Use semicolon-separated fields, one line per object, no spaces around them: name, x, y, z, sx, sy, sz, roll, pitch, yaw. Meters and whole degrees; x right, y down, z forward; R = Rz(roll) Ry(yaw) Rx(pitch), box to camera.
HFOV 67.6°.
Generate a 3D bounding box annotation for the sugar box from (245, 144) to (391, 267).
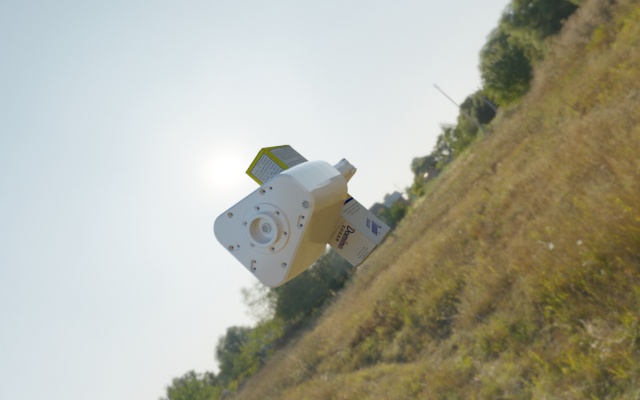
sugar box;0.000;0.002;0.590;0.176;0.048;0.093;43;19;8
